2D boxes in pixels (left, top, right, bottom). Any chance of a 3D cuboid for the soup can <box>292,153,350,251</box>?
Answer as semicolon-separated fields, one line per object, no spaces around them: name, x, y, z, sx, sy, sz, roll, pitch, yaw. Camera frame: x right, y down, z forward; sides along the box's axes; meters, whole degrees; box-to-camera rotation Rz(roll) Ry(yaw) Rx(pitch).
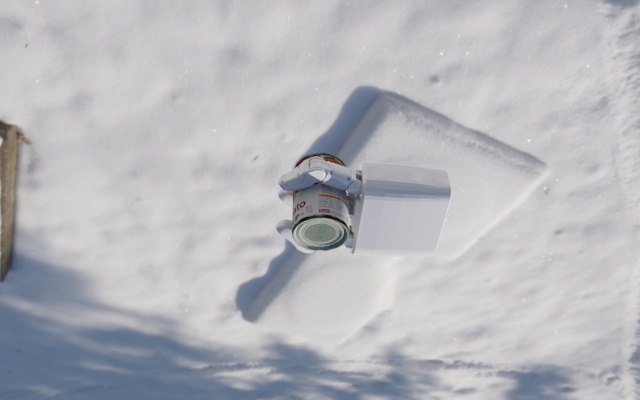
soup can;0.000;0.002;0.576;0.068;0.102;0.069;0;-41;0
